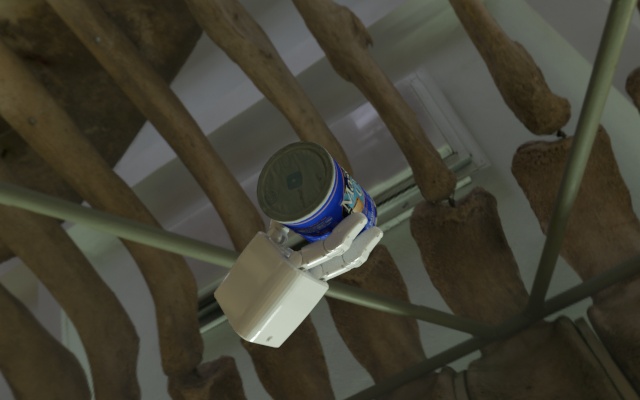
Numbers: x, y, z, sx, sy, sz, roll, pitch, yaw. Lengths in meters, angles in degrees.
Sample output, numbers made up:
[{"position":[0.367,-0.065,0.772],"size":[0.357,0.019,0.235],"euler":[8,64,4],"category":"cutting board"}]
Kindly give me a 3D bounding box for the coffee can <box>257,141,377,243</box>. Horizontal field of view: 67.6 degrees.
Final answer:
[{"position":[0.000,0.002,0.608],"size":[0.103,0.102,0.140],"euler":[0,-22,29],"category":"coffee can"}]
